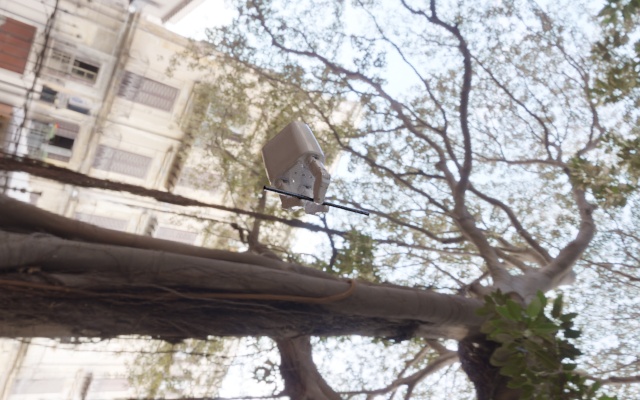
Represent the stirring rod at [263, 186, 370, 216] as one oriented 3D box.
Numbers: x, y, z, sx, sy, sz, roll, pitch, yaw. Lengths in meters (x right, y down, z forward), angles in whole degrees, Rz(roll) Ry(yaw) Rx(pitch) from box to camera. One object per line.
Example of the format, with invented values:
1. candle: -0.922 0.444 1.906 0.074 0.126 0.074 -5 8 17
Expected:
1. stirring rod: 0.000 0.003 0.876 0.239 0.011 0.011 14 -9 -36
